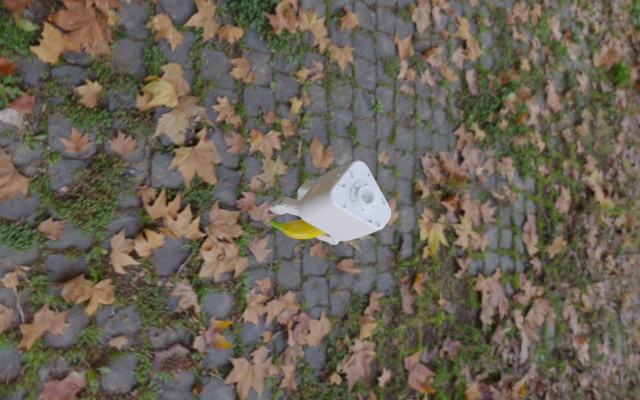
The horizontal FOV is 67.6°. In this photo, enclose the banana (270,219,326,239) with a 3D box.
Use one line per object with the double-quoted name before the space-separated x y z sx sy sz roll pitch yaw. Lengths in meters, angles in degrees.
"banana" 0.007 0.020 0.874 0.197 0.069 0.037 -28 -6 -28
